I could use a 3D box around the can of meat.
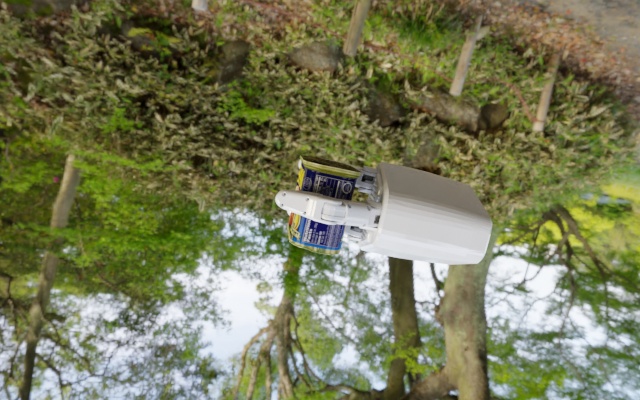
[{"bbox_3d":[0.000,0.002,0.493,0.057,0.084,0.102,11,8,-7],"label":"can of meat"}]
